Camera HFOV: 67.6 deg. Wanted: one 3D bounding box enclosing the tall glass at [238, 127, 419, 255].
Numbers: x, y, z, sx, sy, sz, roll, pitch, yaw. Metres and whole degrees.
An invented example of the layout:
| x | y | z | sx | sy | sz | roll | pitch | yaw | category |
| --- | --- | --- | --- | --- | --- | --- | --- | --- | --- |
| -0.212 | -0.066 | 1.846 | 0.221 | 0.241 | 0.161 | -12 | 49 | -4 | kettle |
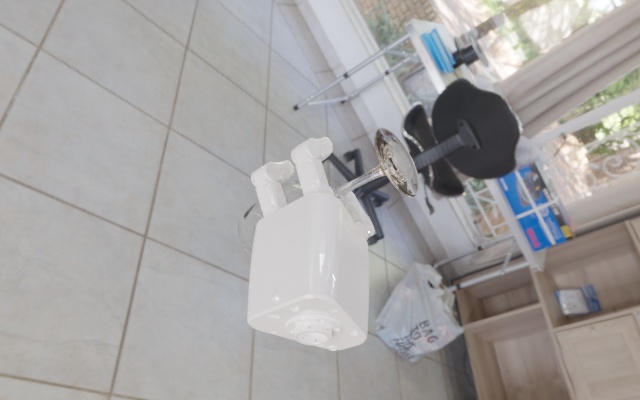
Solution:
| x | y | z | sx | sy | sz | roll | pitch | yaw | category |
| --- | --- | --- | --- | --- | --- | --- | --- | --- | --- |
| 0.001 | 0.001 | 0.513 | 0.201 | 0.079 | 0.079 | -27 | -15 | 32 | tall glass |
